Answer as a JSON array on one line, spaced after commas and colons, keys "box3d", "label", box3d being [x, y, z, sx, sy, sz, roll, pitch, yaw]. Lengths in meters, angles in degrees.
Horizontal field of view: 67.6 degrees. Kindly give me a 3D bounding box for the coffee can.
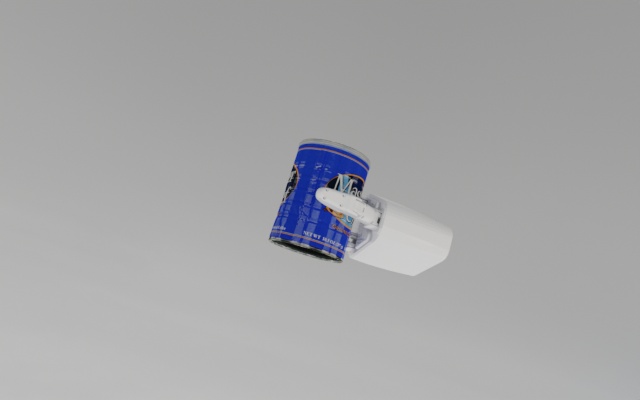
[{"box3d": [0.000, 0.002, 0.641, 0.103, 0.140, 0.103, 16, -12, 4], "label": "coffee can"}]
